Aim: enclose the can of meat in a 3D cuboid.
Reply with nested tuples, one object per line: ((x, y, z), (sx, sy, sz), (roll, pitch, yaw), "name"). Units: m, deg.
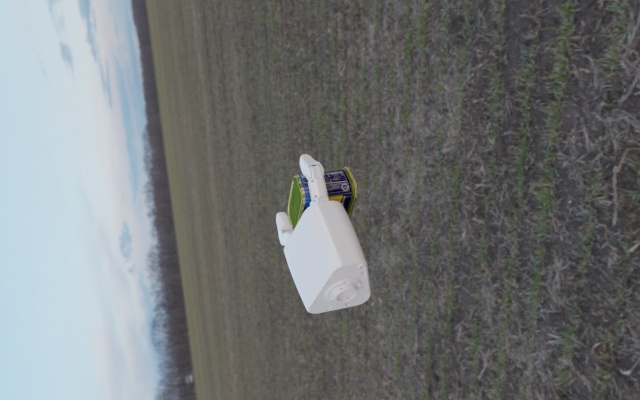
((0.000, 0.002, 0.719), (0.084, 0.057, 0.102), (-8, -39, -18), "can of meat")
